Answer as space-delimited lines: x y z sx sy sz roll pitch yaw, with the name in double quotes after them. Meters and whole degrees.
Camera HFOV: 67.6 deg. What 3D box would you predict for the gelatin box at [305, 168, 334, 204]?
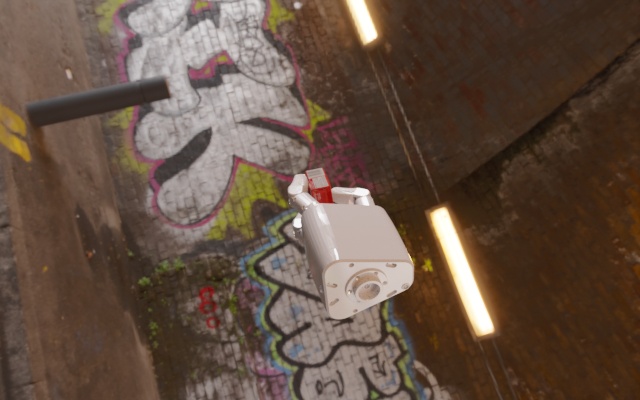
0.001 0.002 0.679 0.030 0.073 0.089 -10 22 -3 "gelatin box"
